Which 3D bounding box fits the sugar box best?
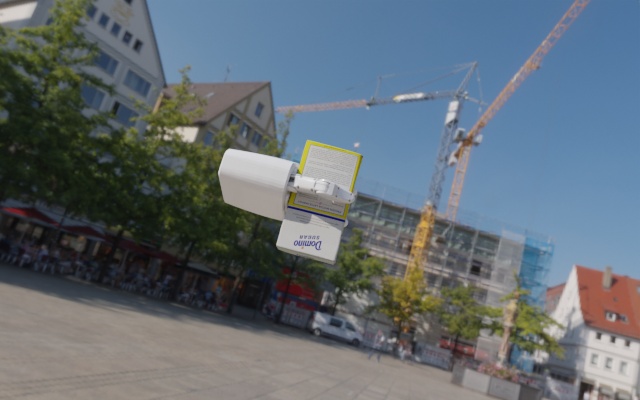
[{"bbox_3d":[0.000,0.002,0.742,0.093,0.176,0.048,15,-12,4],"label":"sugar box"}]
